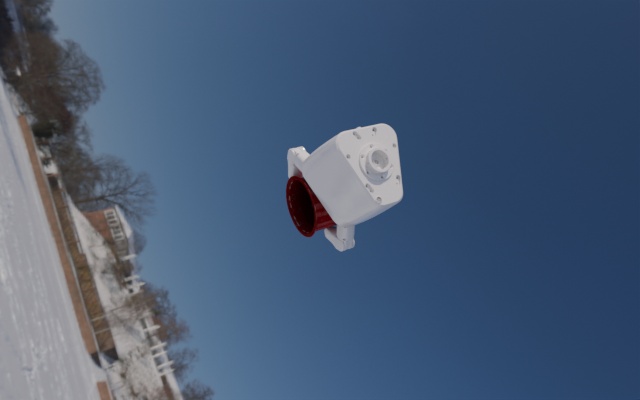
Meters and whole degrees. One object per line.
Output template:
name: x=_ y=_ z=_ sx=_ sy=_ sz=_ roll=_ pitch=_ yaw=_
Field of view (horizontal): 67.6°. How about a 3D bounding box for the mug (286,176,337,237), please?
mug: x=0.000 y=0.003 z=0.727 sx=0.081 sy=0.093 sz=0.117 roll=-16 pitch=-6 yaw=-27
